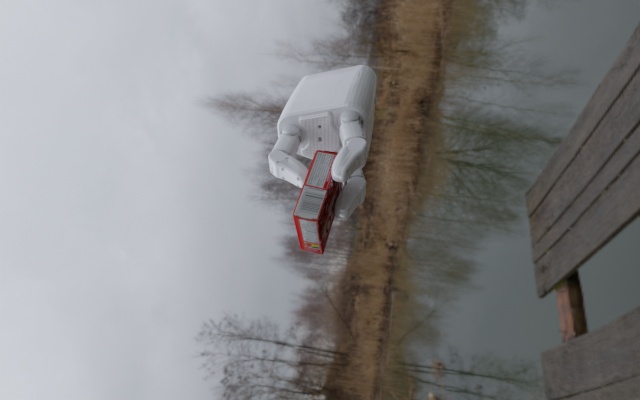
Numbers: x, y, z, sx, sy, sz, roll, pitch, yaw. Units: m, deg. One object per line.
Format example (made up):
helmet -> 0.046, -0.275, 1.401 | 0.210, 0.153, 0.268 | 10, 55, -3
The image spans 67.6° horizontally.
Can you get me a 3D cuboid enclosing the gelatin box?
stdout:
gelatin box -> 0.000, 0.002, 0.517 | 0.030, 0.089, 0.073 | 11, -32, 12
